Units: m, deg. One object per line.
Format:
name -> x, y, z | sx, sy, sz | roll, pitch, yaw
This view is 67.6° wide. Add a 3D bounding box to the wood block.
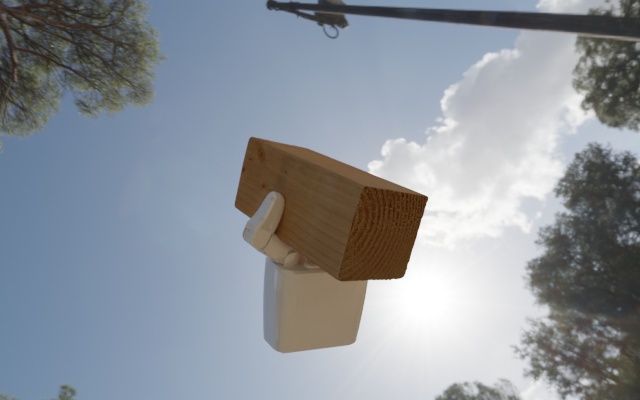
wood block -> 0.000, 0.002, 0.514 | 0.091, 0.090, 0.206 | 6, 14, -39
